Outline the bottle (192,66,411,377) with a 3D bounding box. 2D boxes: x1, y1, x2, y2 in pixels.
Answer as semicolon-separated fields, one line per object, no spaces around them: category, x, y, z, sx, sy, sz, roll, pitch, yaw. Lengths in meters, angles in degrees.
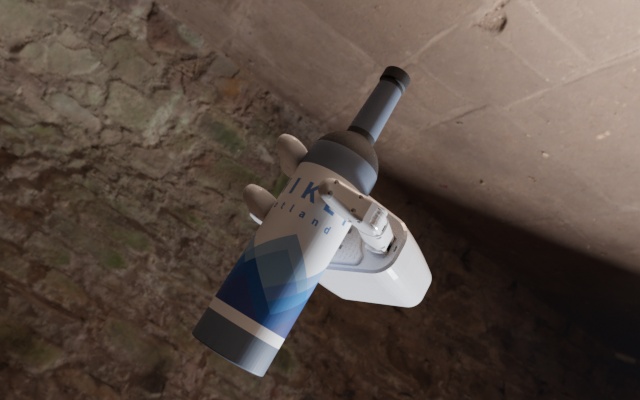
bottle;0.000;0.002;0.417;0.069;0.295;0.069;29;-16;9
